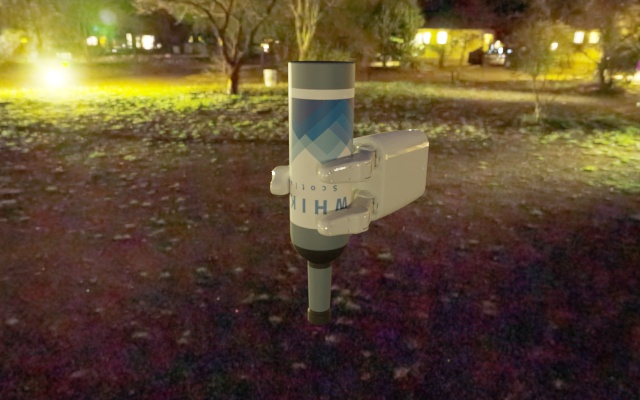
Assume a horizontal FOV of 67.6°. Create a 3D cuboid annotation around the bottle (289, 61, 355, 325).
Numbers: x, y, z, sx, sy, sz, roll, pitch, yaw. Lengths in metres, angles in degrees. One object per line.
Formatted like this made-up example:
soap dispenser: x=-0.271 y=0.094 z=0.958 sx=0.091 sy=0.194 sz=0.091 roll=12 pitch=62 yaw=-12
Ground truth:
bottle: x=0.000 y=0.001 z=0.522 sx=0.069 sy=0.296 sz=0.069 roll=1 pitch=18 yaw=0
